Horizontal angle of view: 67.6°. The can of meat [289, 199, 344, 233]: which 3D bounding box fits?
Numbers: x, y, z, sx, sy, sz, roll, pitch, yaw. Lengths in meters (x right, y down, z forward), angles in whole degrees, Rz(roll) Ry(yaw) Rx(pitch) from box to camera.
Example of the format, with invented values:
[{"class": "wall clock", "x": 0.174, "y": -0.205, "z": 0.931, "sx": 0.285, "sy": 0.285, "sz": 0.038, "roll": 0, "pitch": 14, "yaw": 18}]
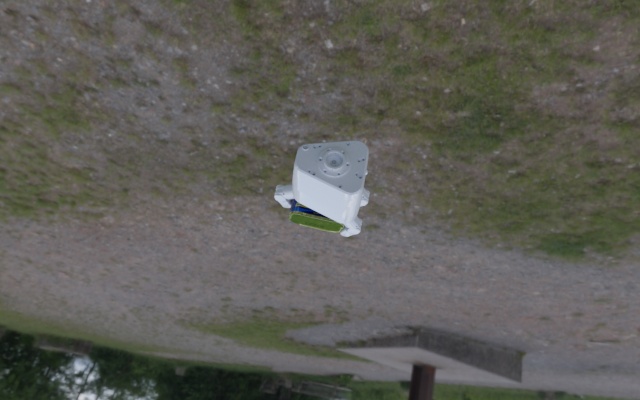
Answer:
[{"class": "can of meat", "x": 0.000, "y": 0.003, "z": 0.832, "sx": 0.102, "sy": 0.084, "sz": 0.057, "roll": 12, "pitch": -24, "yaw": 0}]
